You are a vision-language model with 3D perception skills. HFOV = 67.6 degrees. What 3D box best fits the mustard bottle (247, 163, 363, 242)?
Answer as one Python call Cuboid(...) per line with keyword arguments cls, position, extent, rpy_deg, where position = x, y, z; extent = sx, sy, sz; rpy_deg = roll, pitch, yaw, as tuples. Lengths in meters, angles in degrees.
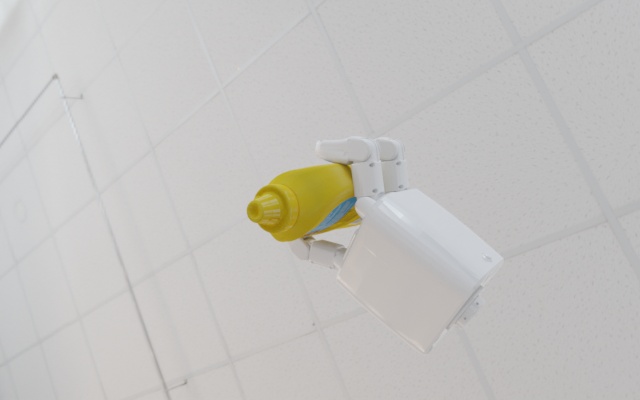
Cuboid(cls="mustard bottle", position=(0.000, 0.001, 0.456), extent=(0.096, 0.058, 0.191), rpy_deg=(-34, -13, 31))
